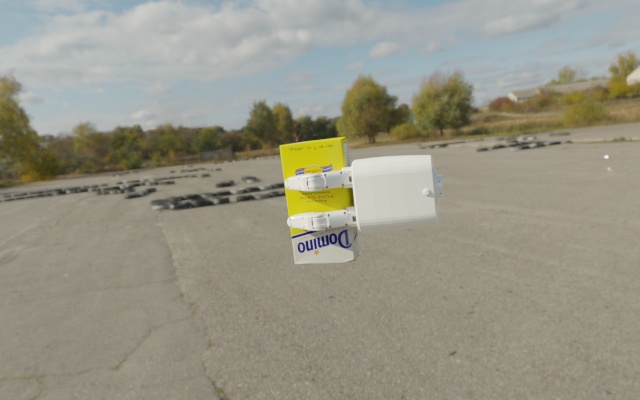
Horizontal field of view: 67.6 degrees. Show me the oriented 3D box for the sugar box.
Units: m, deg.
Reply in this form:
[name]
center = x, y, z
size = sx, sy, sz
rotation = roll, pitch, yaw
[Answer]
[sugar box]
center = 0.000, 0.002, 0.686
size = 0.093, 0.176, 0.048
rotation = -5, 7, 15
